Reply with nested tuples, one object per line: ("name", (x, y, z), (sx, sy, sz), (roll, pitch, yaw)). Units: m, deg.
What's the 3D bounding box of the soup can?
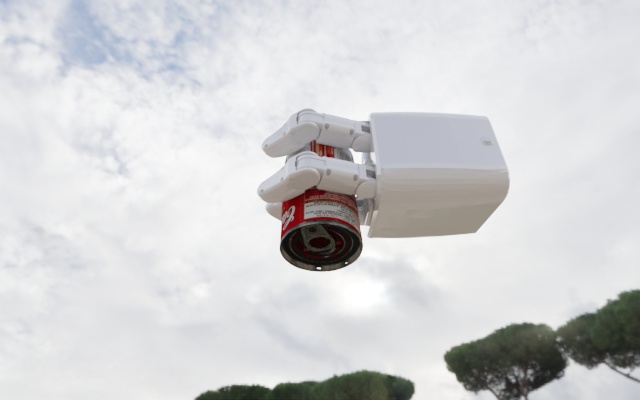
("soup can", (0.000, 0.001, 0.419), (0.068, 0.102, 0.069), (-1, -41, 0))
